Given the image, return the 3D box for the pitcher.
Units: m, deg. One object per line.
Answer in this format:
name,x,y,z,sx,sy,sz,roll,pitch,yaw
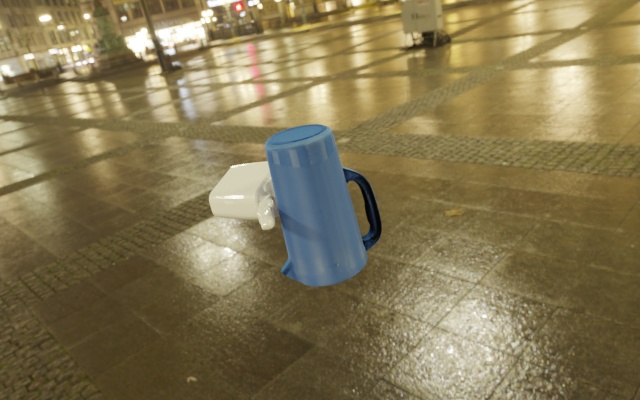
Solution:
pitcher,0.000,0.003,0.778,0.145,0.243,0.149,-1,25,28
